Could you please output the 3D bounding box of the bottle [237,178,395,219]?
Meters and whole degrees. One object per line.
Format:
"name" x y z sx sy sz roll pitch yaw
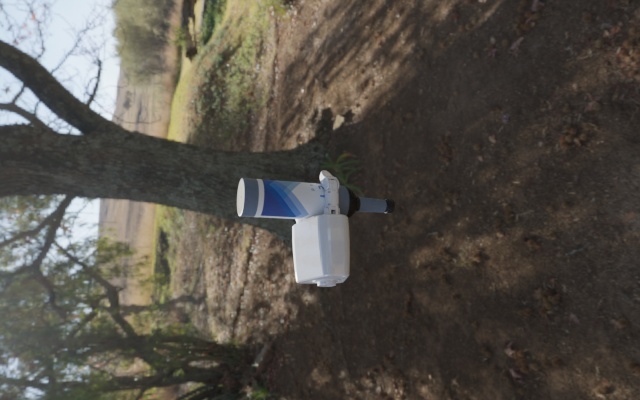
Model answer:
"bottle" 0.000 0.003 0.873 0.296 0.069 0.069 4 -1 -20
